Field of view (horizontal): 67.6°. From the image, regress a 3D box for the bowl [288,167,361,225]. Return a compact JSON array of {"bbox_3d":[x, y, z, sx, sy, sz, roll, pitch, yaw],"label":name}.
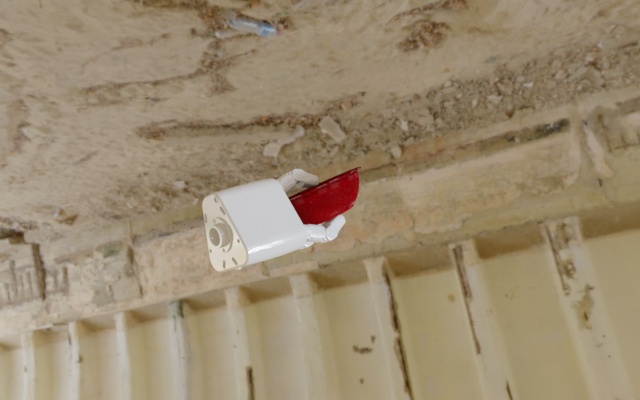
[{"bbox_3d":[0.001,0.002,0.760,0.162,0.055,0.162,-24,4,2],"label":"bowl"}]
